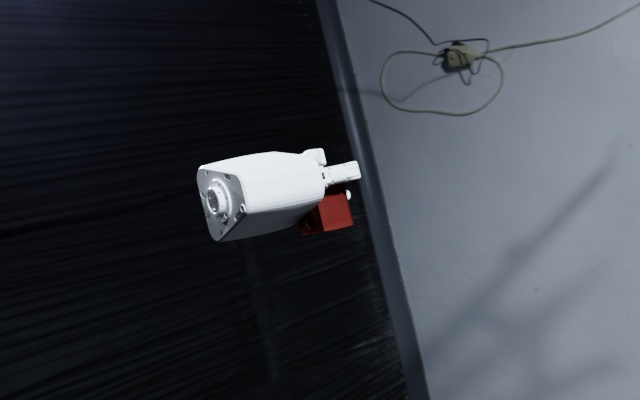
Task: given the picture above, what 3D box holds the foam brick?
[{"bbox_3d":[0.000,0.002,0.610,0.051,0.078,0.053,-14,0,-39],"label":"foam brick"}]
